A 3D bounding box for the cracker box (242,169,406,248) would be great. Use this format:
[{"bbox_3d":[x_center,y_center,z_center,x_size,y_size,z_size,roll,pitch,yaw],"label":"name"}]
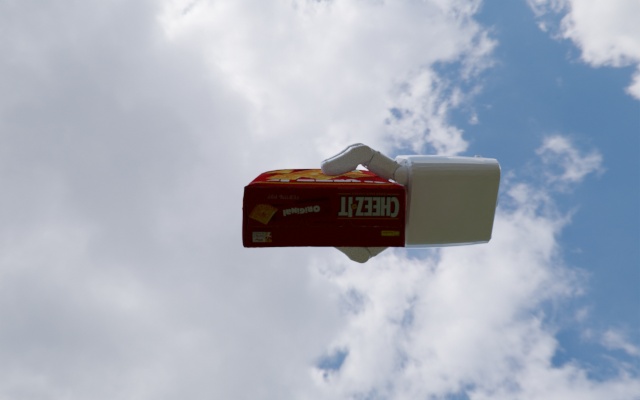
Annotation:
[{"bbox_3d":[0.000,0.002,0.573,0.164,0.072,0.213,0,7,-2],"label":"cracker box"}]
